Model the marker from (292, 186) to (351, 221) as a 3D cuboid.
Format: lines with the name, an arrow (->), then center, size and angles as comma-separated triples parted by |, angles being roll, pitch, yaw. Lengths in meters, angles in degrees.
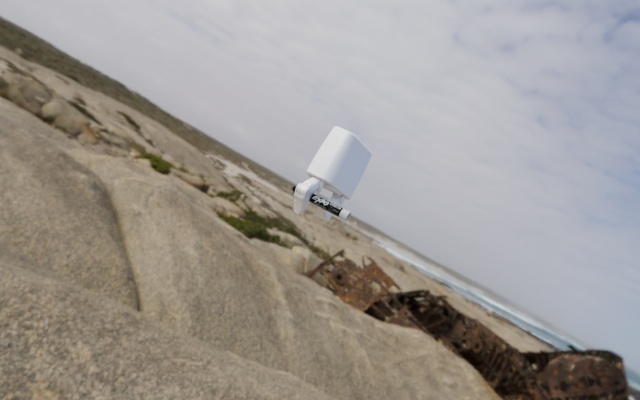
marker -> 0.000, 0.003, 0.874 | 0.121, 0.020, 0.020 | 27, 10, 20
